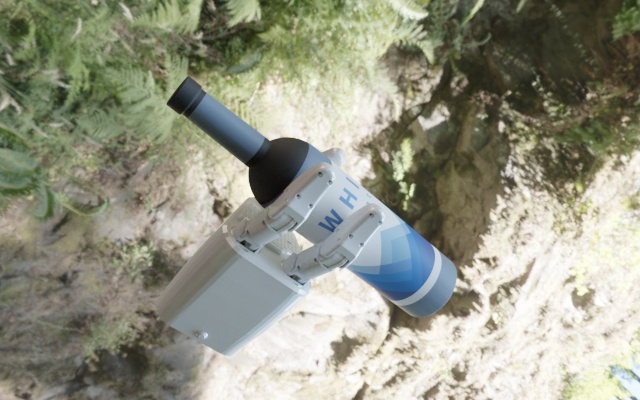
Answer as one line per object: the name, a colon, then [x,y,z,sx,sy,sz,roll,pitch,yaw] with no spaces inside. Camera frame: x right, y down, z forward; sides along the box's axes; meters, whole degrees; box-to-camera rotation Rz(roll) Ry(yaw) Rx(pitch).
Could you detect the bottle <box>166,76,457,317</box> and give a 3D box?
bottle: [0.000,0.001,0.412,0.296,0.069,0.069,38,-17,-23]
